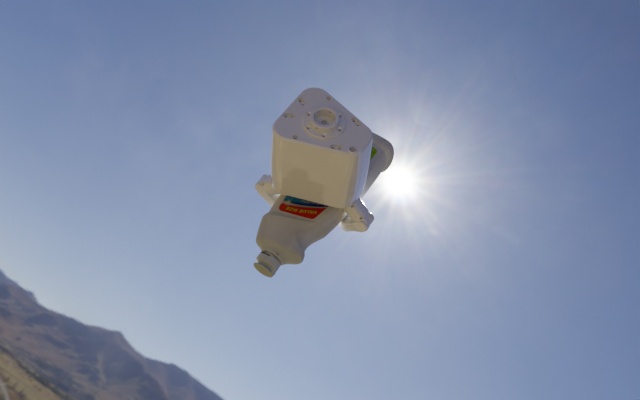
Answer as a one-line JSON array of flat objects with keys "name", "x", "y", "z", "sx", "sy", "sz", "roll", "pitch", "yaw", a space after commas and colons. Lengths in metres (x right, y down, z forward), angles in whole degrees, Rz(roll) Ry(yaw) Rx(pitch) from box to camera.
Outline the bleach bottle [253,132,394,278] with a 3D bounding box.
[{"name": "bleach bottle", "x": 0.000, "y": 0.002, "z": 0.651, "sx": 0.102, "sy": 0.250, "sz": 0.068, "roll": 28, "pitch": -30, "yaw": 14}]
